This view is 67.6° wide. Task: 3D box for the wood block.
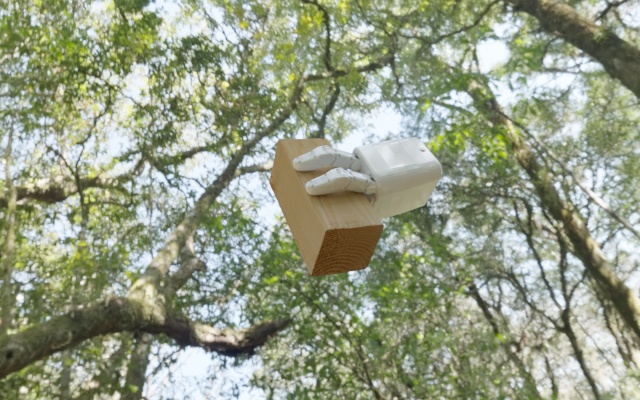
[{"bbox_3d":[0.000,0.002,0.709,0.090,0.091,0.206,-4,41,-24],"label":"wood block"}]
